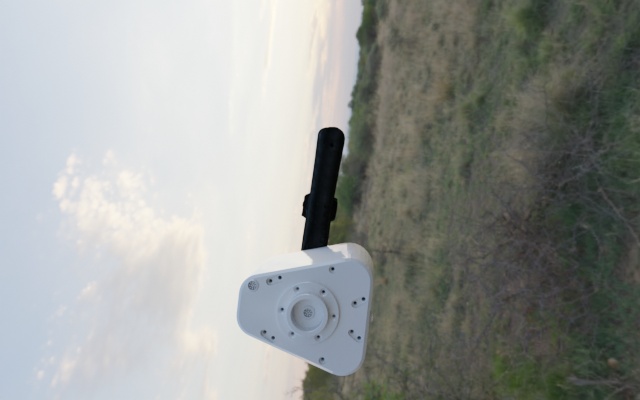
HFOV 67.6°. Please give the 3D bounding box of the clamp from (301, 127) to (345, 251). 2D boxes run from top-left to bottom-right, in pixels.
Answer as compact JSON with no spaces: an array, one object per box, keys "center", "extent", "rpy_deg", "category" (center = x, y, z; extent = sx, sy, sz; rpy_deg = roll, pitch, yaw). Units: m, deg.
[{"center":[-0.001,0.002,0.491],"extent":[0.039,0.171,0.120],"rpy_deg":[6,0,4],"category":"clamp"}]
